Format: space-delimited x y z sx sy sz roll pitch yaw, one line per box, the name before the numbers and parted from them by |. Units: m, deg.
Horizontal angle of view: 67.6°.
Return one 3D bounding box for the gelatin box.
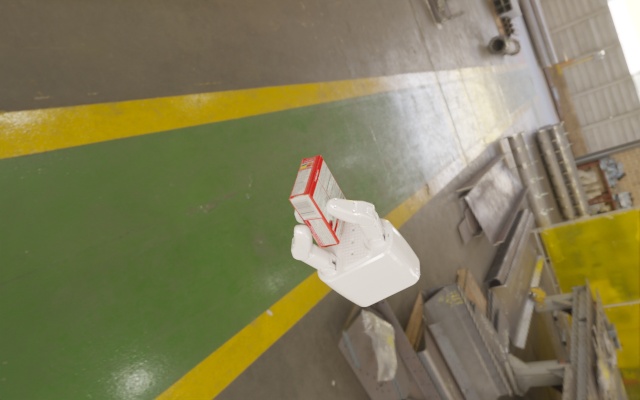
gelatin box | 0.000 0.002 0.584 0.030 0.089 0.073 -12 39 25
